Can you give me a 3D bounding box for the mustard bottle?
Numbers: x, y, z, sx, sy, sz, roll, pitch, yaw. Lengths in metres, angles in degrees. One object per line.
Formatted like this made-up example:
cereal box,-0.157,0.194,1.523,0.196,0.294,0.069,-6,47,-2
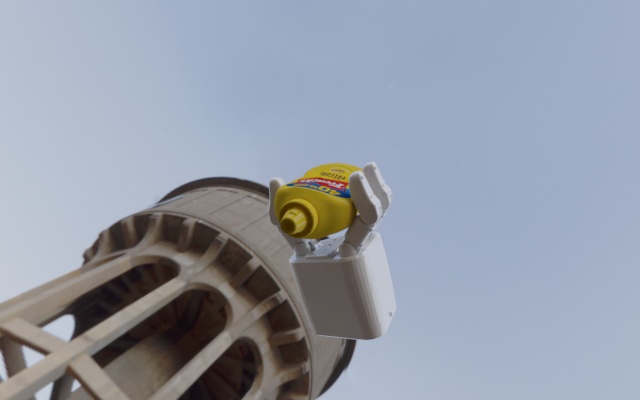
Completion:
mustard bottle,0.000,0.001,0.562,0.096,0.058,0.191,14,20,17
